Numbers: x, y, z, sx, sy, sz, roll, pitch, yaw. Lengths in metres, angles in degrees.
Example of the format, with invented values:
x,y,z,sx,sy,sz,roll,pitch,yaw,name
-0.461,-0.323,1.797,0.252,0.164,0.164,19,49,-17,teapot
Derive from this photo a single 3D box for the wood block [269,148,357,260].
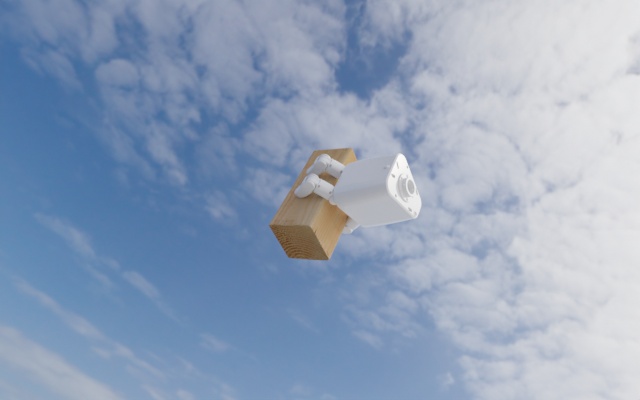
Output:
x,y,z,sx,sy,sz,roll,pitch,yaw,name
0.001,0.003,0.888,0.090,0.091,0.206,-1,43,32,wood block
